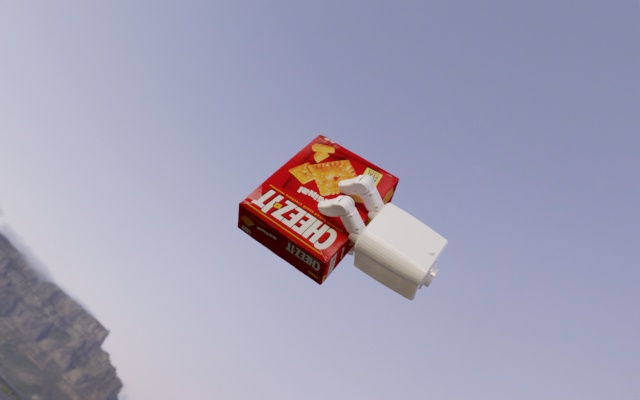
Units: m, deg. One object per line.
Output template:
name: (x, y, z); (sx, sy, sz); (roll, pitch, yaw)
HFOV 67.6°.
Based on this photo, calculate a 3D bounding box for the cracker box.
cracker box: (0.000, 0.003, 0.759); (0.164, 0.072, 0.213); (32, 52, 17)
